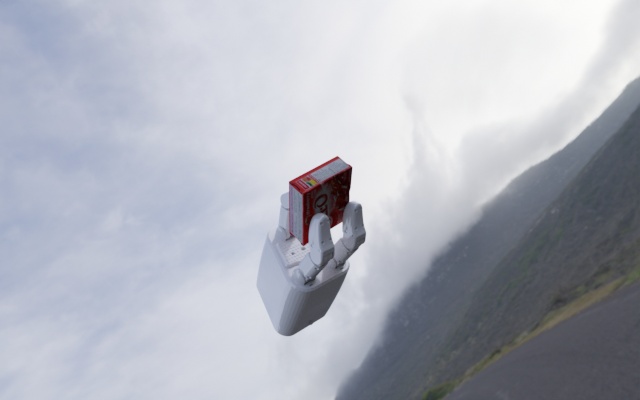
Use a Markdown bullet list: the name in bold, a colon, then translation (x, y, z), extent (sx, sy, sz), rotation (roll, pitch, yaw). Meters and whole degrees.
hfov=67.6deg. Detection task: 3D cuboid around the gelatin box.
- **gelatin box**: translation (0.000, 0.001, 0.557), extent (0.073, 0.089, 0.030), rotation (-29, 52, -29)
